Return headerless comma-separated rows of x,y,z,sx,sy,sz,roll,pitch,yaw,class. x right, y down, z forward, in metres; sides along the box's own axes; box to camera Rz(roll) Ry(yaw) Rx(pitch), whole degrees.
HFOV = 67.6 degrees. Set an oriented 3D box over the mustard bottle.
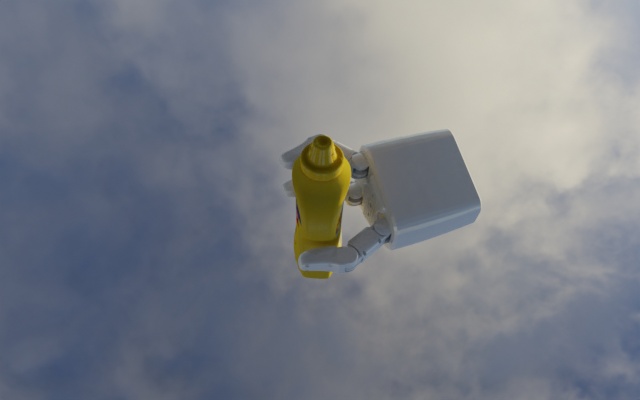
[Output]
0.000,0.002,0.504,0.058,0.096,0.192,5,-34,1,mustard bottle
